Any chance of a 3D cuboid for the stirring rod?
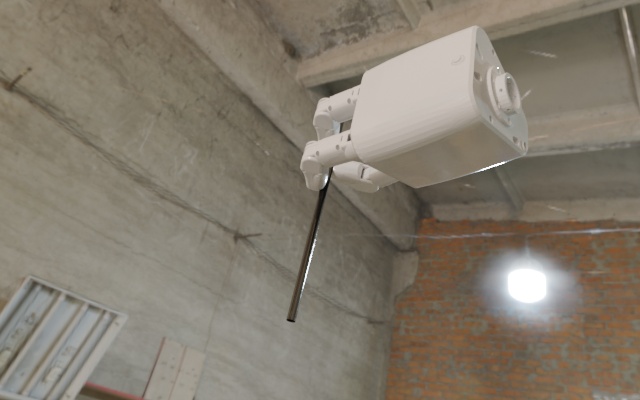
[{"bbox_3d":[0.000,0.002,0.465,0.011,0.239,0.011,10,-31,6],"label":"stirring rod"}]
